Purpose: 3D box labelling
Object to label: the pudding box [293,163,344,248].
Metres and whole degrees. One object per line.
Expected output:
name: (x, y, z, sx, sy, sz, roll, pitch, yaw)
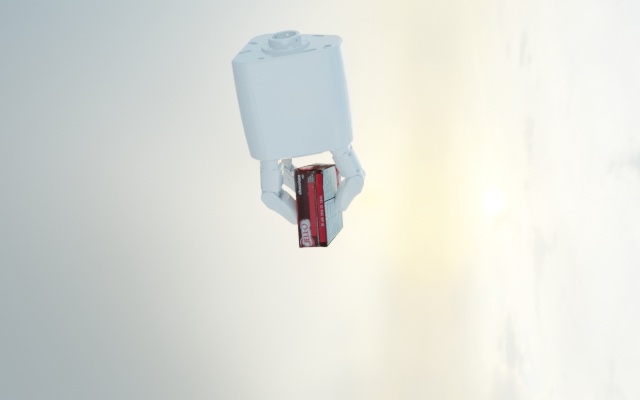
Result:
pudding box: (0.000, 0.002, 0.576, 0.039, 0.090, 0.113, -1, 8, 14)
